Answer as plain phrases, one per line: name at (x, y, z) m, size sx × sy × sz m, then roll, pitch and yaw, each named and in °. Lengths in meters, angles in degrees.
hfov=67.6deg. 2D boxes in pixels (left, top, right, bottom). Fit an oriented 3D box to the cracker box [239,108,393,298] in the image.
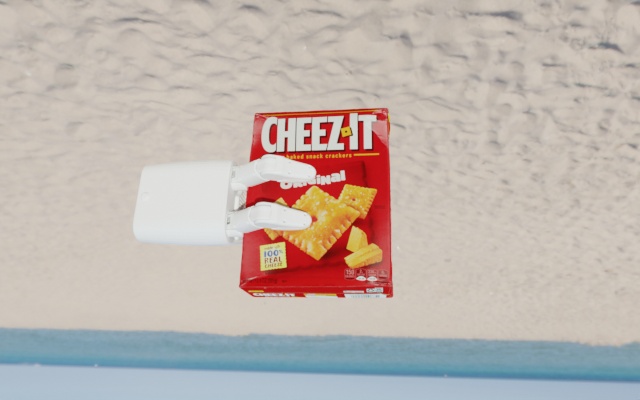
cracker box at (0.000, 0.002, 0.552) m, size 0.164 × 0.213 × 0.072 m, roll -1°, pitch -20°, yaw 7°
